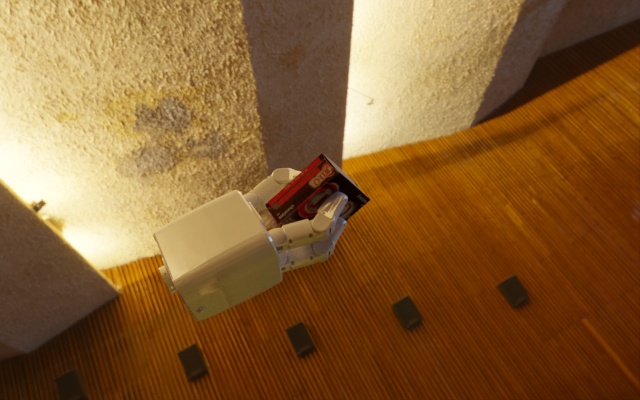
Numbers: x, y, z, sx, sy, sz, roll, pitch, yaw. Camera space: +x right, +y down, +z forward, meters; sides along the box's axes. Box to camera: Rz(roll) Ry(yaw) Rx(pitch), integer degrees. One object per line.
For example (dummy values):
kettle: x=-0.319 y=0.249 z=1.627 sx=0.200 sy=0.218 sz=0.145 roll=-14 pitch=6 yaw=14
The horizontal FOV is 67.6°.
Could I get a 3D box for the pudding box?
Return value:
pudding box: x=0.000 y=0.002 z=0.567 sx=0.090 sy=0.039 sz=0.113 roll=-41 pitch=-26 yaw=9
